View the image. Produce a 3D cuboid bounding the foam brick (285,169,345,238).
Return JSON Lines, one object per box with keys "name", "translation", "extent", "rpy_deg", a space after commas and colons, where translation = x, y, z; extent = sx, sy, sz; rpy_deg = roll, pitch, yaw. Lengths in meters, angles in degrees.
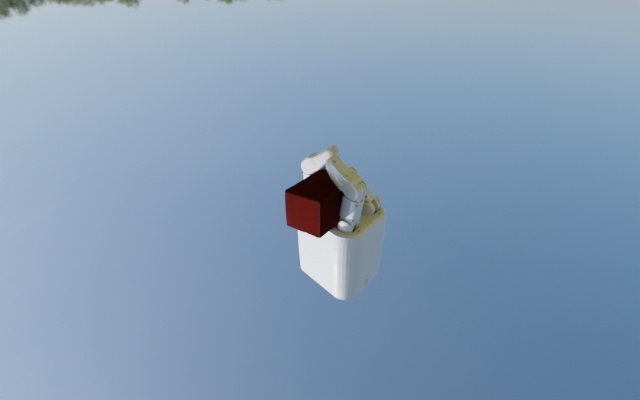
{"name": "foam brick", "translation": [0.000, 0.002, 0.589], "extent": [0.053, 0.051, 0.078], "rpy_deg": [20, 34, 29]}
